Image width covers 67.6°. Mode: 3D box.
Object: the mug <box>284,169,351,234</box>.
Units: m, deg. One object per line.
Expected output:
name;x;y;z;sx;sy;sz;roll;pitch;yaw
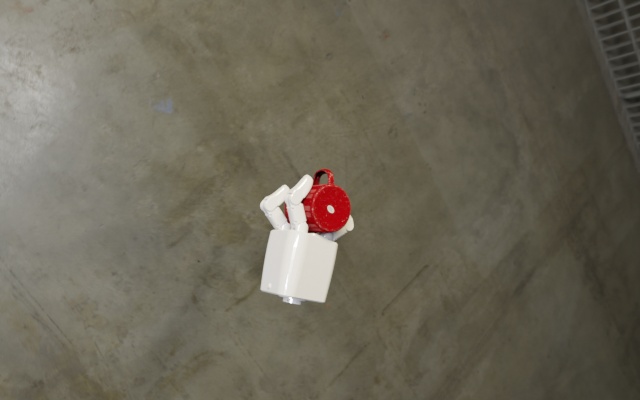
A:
mug;0.001;0.001;0.820;0.093;0.117;0.081;17;-11;-31
